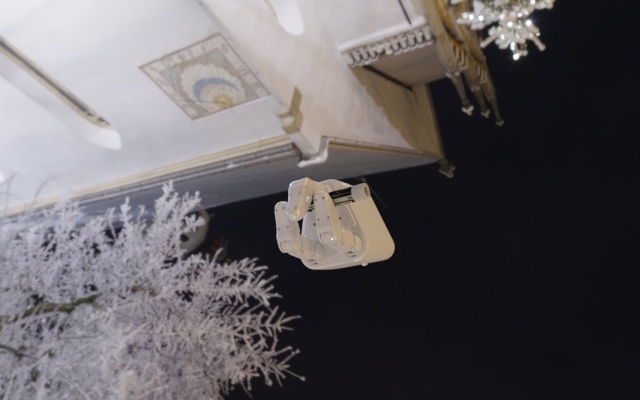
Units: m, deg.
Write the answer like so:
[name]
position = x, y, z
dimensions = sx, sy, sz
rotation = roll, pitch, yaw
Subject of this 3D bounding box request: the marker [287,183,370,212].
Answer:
[marker]
position = 0.000, 0.002, 0.566
dimensions = 0.121, 0.020, 0.020
rotation = -14, -6, 27
